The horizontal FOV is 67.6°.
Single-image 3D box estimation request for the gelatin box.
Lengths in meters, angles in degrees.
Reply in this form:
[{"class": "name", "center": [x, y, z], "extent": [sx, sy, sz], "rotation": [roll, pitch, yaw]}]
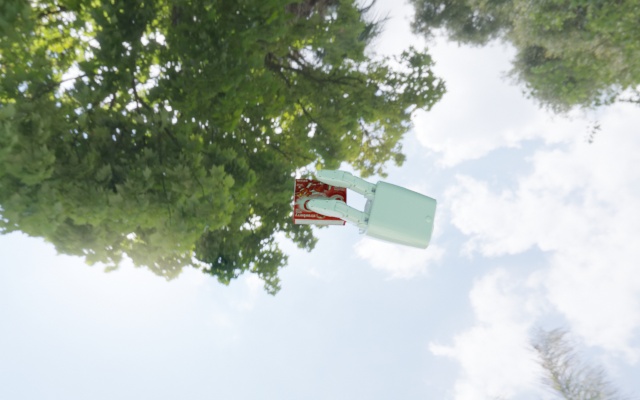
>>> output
[{"class": "gelatin box", "center": [0.000, 0.003, 0.800], "extent": [0.089, 0.073, 0.030], "rotation": [3, -21, -2]}]
